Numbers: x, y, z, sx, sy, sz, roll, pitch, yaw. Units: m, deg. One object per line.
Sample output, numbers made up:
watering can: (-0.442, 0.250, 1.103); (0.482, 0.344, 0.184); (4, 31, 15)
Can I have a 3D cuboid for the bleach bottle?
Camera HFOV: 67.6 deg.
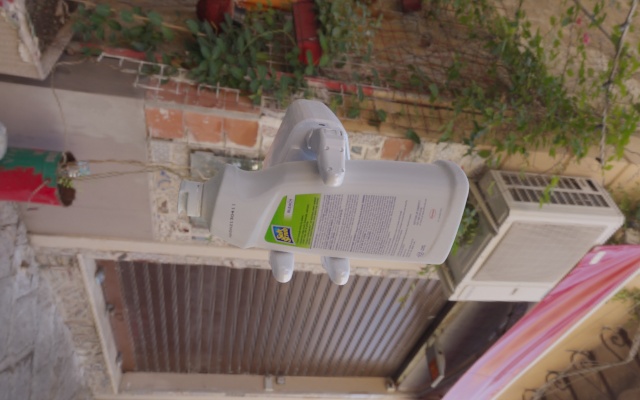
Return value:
bleach bottle: (0.000, 0.002, 0.440); (0.251, 0.103, 0.068); (6, 23, -11)
